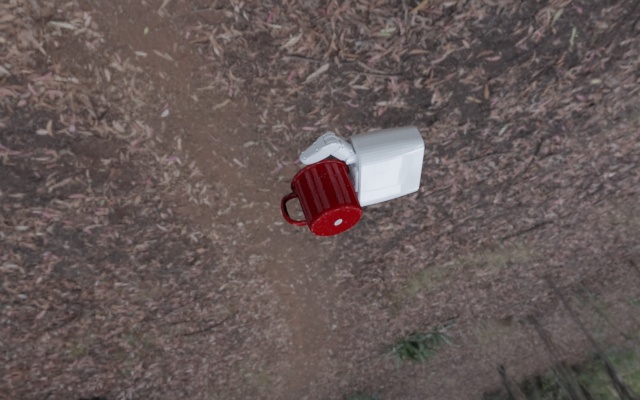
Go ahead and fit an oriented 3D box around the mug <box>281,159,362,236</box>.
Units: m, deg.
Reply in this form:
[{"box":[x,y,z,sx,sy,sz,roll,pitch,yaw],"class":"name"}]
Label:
[{"box":[-0.001,0.003,0.698,0.117,0.081,0.093,-16,-30,-9],"class":"mug"}]
